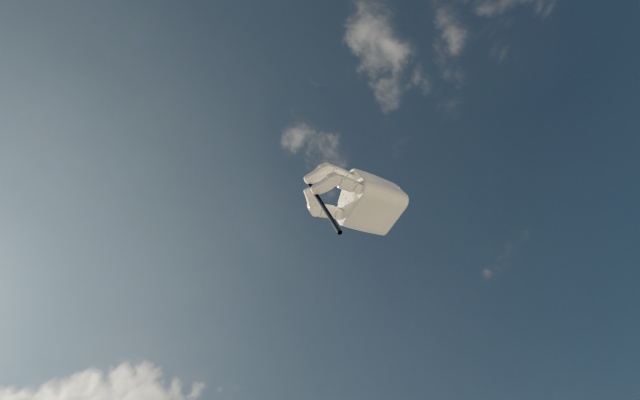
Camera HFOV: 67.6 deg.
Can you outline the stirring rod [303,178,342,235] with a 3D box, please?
[{"bbox_3d":[0.000,0.003,0.867,0.011,0.011,0.239,0,24,-16],"label":"stirring rod"}]
